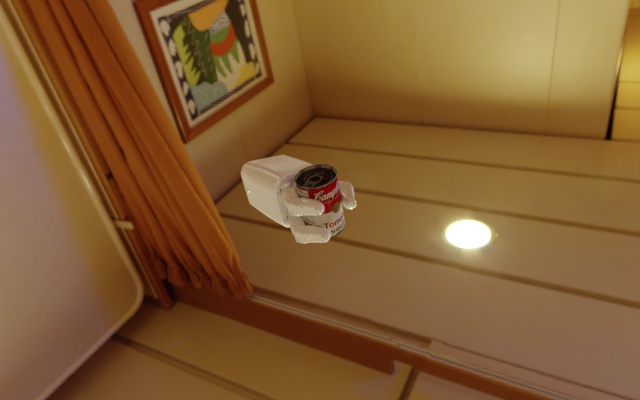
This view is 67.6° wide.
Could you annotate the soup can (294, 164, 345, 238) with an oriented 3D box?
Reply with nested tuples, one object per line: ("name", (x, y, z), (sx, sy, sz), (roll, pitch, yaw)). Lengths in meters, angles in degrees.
("soup can", (0.001, 0.003, 0.769), (0.068, 0.102, 0.068), (-8, 34, 5))
